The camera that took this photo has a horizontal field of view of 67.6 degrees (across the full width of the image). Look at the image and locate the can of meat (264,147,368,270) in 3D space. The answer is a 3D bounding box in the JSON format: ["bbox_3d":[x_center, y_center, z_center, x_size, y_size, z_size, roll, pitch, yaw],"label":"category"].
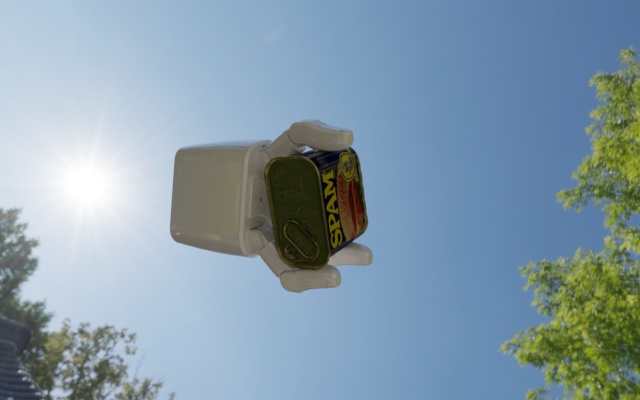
[{"bbox_3d":[0.000,0.001,0.447,0.057,0.102,0.084,0,15,32],"label":"can of meat"}]
